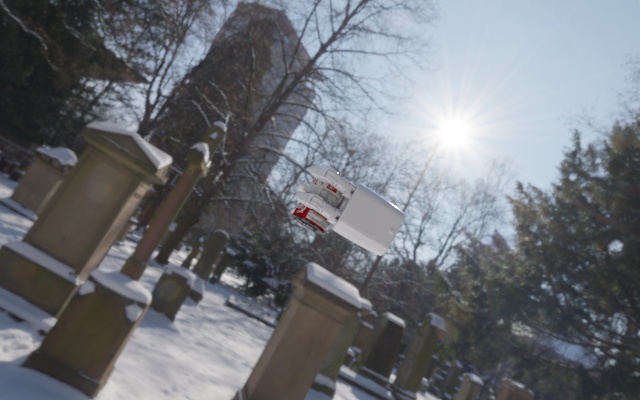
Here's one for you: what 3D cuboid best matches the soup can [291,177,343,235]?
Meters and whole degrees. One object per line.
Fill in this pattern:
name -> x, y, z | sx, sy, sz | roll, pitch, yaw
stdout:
soup can -> 0.000, 0.002, 0.889 | 0.068, 0.102, 0.068 | 29, -11, 6
